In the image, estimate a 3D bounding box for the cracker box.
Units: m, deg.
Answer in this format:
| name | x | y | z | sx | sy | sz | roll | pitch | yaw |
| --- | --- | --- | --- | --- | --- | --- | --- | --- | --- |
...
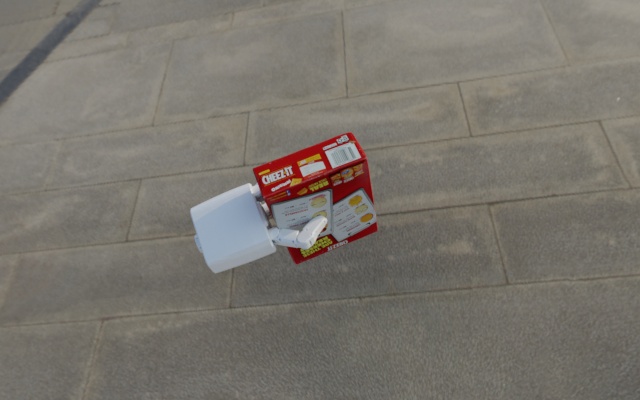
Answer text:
| name | x | y | z | sx | sy | sz | roll | pitch | yaw |
| --- | --- | --- | --- | --- | --- | --- | --- | --- | --- |
| cracker box | 0.000 | 0.003 | 0.786 | 0.164 | 0.072 | 0.214 | -22 | -35 | -3 |
